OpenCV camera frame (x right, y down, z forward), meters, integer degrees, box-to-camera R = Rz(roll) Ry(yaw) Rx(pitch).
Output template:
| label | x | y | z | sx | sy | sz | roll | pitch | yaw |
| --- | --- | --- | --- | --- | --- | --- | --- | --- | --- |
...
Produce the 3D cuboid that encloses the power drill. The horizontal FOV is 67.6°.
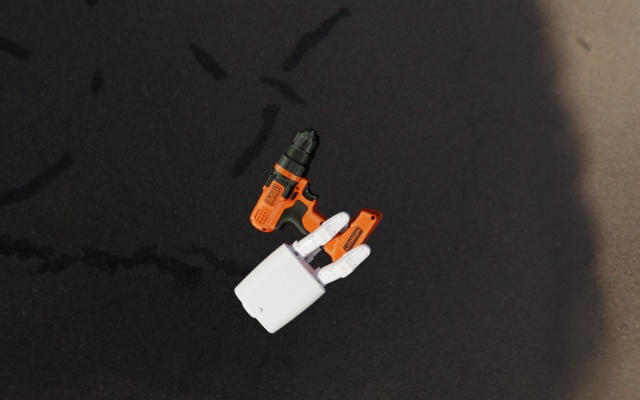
| label | x | y | z | sx | sy | sz | roll | pitch | yaw |
| --- | --- | --- | --- | --- | --- | --- | --- | --- | --- |
| power drill | 0.000 | 0.003 | 0.756 | 0.187 | 0.184 | 0.057 | 33 | 14 | 13 |
